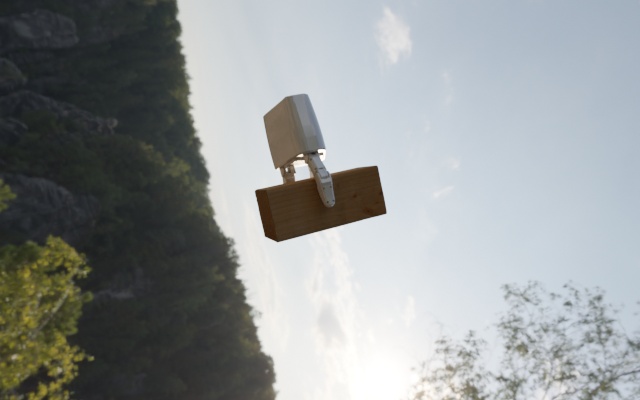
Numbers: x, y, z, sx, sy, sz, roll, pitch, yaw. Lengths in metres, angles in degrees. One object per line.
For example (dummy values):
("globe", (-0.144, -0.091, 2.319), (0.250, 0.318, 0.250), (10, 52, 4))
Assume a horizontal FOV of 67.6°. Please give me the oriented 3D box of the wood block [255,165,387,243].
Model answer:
("wood block", (0.000, 0.002, 0.846), (0.206, 0.090, 0.091), (-14, 6, -19))
